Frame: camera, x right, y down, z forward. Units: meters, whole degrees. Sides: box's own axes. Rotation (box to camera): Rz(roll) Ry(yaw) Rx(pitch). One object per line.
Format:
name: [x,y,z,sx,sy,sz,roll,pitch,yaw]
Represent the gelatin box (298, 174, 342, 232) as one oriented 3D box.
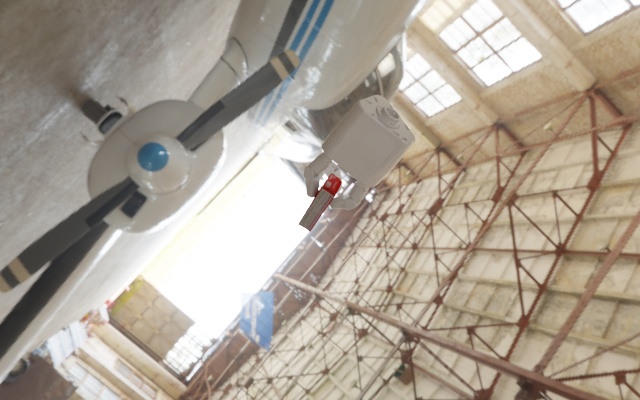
gelatin box: [0.000,0.003,0.844,0.030,0.089,0.073,33,24,0]
